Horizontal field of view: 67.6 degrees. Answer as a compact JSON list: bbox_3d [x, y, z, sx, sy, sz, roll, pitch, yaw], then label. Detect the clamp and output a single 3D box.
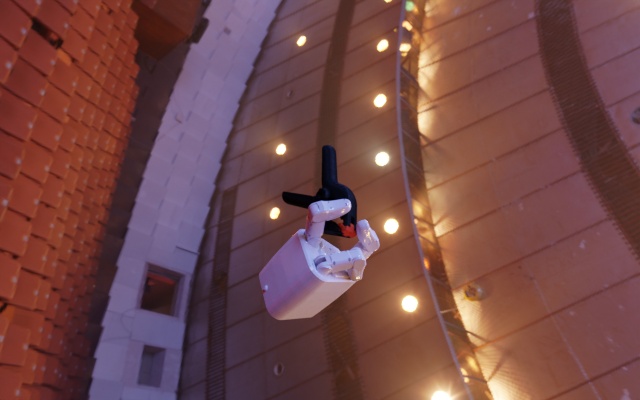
[{"bbox_3d":[0.001,0.003,0.741,0.039,0.171,0.120,25,-60,-38],"label":"clamp"}]
